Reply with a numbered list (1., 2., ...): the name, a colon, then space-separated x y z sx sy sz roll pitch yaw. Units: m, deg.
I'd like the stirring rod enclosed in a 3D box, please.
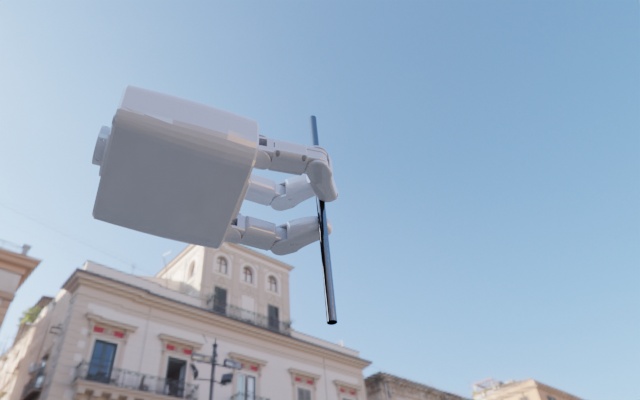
1. stirring rod: 0.000 0.001 0.437 0.011 0.239 0.011 -3 -41 -3
